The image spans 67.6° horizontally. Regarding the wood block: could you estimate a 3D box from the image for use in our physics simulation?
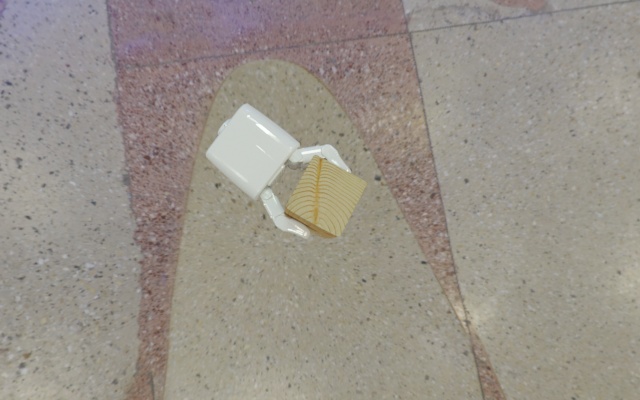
[{"bbox_3d":[0.000,0.003,0.774,0.090,0.091,0.206,29,-7,-2],"label":"wood block"}]
